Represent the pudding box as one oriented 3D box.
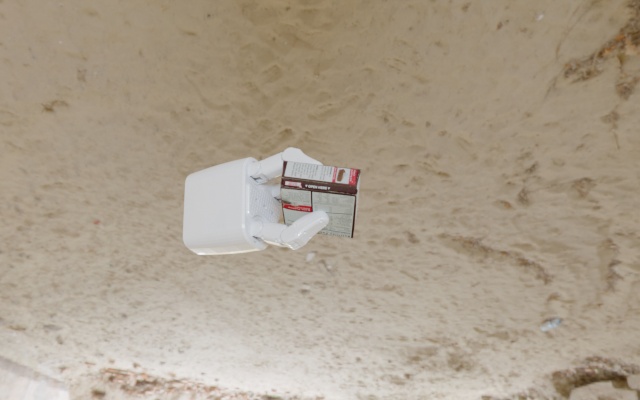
[{"bbox_3d":[0.000,0.002,0.572,0.090,0.039,0.114,6,-28,4],"label":"pudding box"}]
